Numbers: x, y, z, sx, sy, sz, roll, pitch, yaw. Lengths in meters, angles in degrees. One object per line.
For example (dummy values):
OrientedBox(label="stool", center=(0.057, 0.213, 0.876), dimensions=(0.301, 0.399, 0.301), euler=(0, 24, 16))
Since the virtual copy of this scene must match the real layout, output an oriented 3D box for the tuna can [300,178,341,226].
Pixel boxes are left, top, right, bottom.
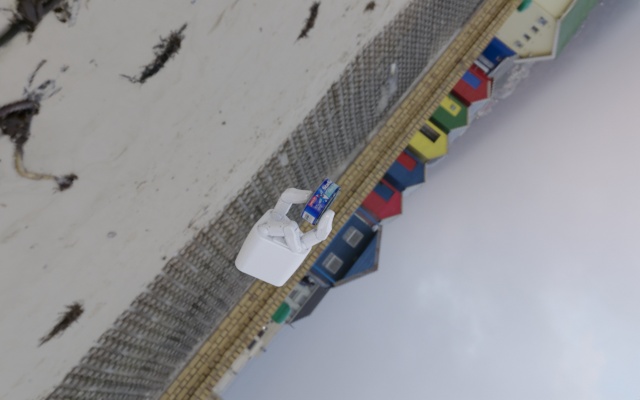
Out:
OrientedBox(label="tuna can", center=(0.001, 0.003, 0.865), dimensions=(0.034, 0.086, 0.086), euler=(35, 3, 5))
